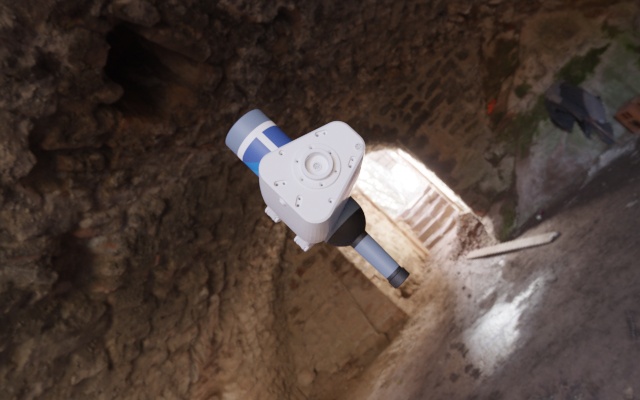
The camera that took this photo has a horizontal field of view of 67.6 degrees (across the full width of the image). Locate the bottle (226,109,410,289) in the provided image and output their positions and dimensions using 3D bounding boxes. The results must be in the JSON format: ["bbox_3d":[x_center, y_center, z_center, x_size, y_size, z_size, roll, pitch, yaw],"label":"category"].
[{"bbox_3d":[0.000,0.002,0.629,0.295,0.069,0.069,44,8,8],"label":"bottle"}]
